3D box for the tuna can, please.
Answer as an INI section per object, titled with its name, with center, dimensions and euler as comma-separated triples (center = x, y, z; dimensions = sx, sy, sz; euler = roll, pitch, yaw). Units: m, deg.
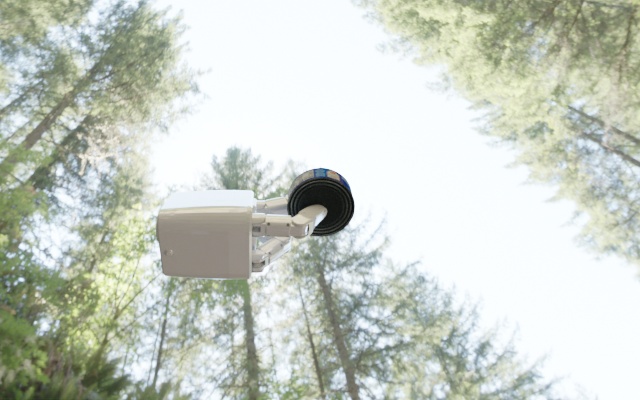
[tuna can]
center = 0.000, 0.002, 0.612
dimensions = 0.086, 0.086, 0.033
euler = 0, 29, -3
